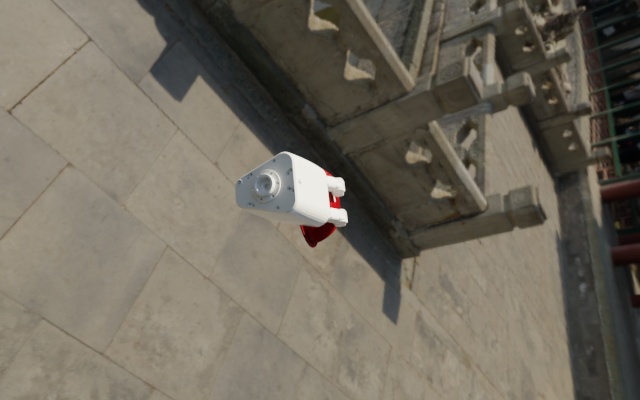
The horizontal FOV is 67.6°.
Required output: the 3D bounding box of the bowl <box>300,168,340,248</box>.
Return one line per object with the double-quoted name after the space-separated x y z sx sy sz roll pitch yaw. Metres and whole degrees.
0.001 0.003 0.870 0.055 0.162 0.162 -9 -2 12 "bowl"
